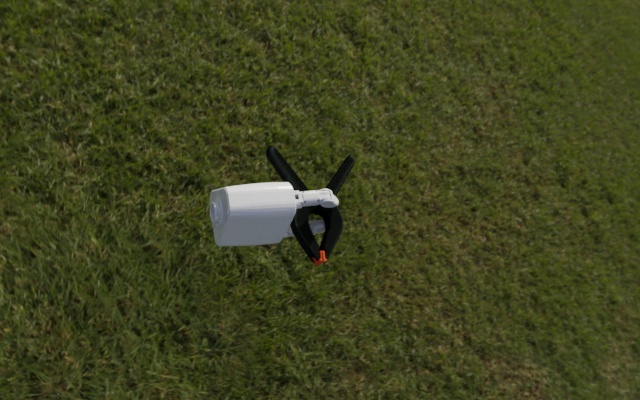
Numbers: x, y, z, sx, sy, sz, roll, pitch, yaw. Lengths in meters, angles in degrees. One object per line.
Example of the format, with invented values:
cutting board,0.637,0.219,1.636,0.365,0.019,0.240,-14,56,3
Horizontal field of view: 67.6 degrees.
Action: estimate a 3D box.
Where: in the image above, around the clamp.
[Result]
clamp,0.000,0.003,0.814,0.164,0.210,0.036,-4,-18,-24
